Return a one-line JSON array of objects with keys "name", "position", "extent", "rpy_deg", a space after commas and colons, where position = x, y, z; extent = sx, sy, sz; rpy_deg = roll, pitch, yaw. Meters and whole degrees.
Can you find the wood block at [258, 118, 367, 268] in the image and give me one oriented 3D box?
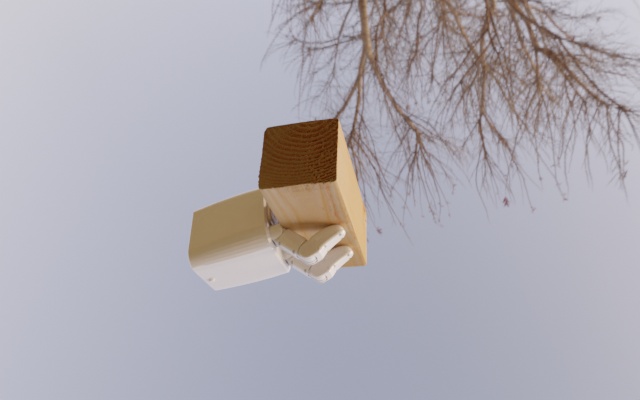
[{"name": "wood block", "position": [0.000, 0.002, 0.607], "extent": [0.090, 0.090, 0.206], "rpy_deg": [-6, -33, 12]}]
